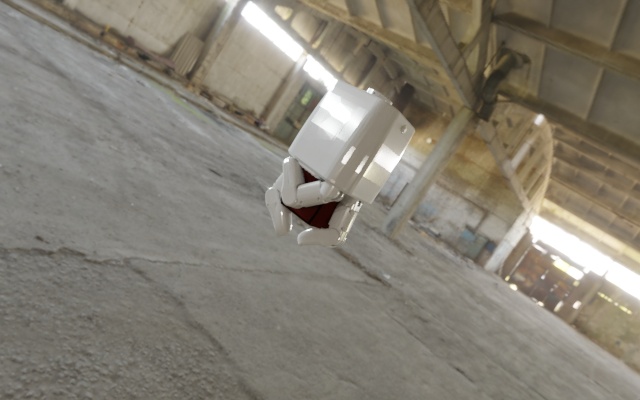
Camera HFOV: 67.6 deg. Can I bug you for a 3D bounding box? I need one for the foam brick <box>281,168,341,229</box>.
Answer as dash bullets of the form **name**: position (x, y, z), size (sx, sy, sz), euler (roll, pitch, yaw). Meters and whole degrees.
- **foam brick**: position (0.000, 0.002, 0.592), size (0.053, 0.051, 0.078), euler (36, 7, 28)
